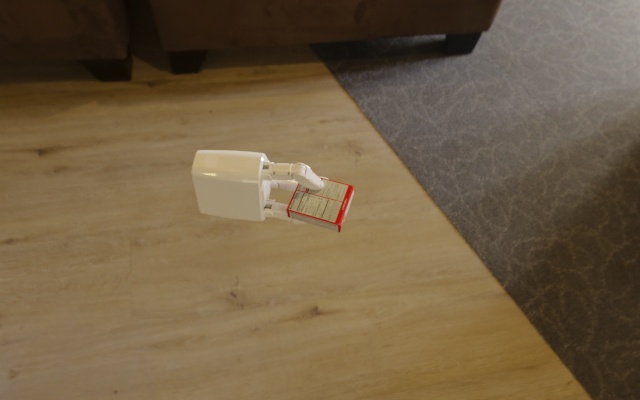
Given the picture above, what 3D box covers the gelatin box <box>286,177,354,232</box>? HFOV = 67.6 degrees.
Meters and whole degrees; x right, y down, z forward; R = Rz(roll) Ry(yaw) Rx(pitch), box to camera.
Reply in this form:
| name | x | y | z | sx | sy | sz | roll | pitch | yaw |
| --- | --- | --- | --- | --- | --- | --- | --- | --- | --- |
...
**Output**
| name | x | y | z | sx | sy | sz | roll | pitch | yaw |
| --- | --- | --- | --- | --- | --- | --- | --- | --- | --- |
| gelatin box | 0.000 | 0.002 | 0.751 | 0.089 | 0.073 | 0.030 | 15 | -28 | 13 |
